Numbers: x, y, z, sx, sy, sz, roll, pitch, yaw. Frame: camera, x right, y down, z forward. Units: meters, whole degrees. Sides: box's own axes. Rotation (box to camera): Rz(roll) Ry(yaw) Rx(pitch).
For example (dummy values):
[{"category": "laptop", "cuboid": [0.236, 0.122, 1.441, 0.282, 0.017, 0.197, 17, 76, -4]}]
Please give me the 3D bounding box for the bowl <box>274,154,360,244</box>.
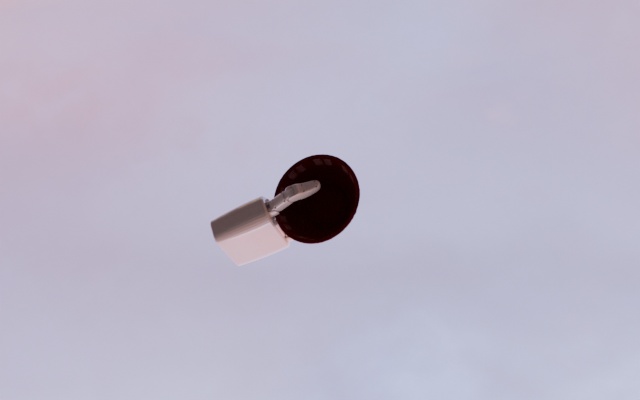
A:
[{"category": "bowl", "cuboid": [0.002, 0.003, 0.841, 0.162, 0.162, 0.055, 0, -17, 24]}]
